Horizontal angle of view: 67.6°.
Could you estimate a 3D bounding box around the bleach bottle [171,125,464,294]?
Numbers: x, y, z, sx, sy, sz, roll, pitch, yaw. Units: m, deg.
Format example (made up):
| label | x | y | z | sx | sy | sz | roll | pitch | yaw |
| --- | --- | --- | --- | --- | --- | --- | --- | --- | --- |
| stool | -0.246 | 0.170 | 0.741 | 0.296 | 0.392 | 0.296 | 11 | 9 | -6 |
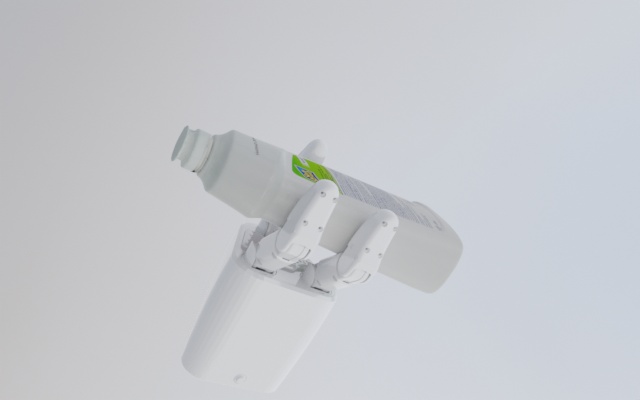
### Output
| label | x | y | z | sx | sy | sz | roll | pitch | yaw |
| --- | --- | --- | --- | --- | --- | --- | --- | --- | --- |
| bleach bottle | 0.000 | 0.001 | 0.401 | 0.251 | 0.068 | 0.102 | 24 | 14 | -27 |
